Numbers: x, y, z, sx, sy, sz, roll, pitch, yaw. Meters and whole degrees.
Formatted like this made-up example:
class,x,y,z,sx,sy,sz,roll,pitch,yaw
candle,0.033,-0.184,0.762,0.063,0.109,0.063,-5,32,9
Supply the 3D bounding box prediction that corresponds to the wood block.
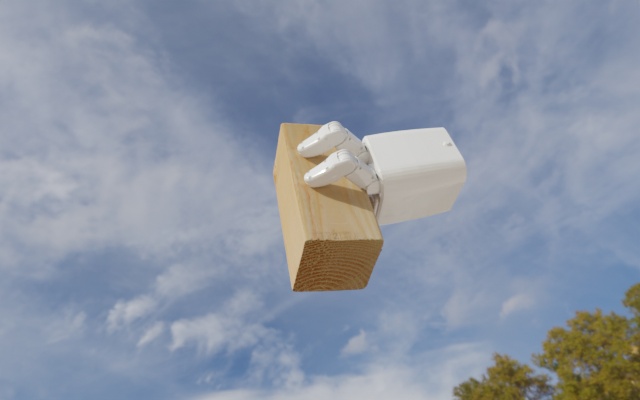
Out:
class,x,y,z,sx,sy,sz,roll,pitch,yaw
wood block,0.000,0.002,0.593,0.090,0.091,0.206,1,43,-14
